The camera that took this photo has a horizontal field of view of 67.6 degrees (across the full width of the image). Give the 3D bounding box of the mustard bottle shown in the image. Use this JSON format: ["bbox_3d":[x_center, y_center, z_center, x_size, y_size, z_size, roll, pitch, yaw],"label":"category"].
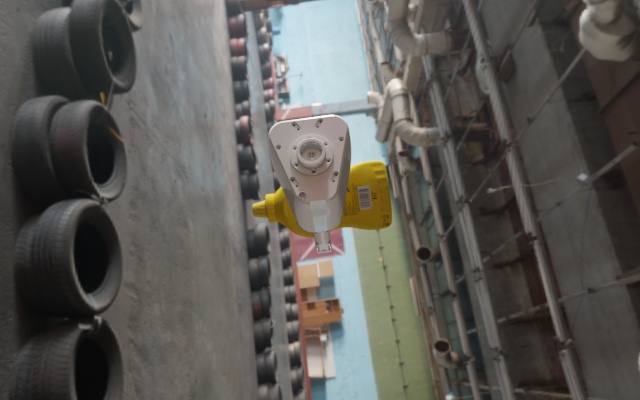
[{"bbox_3d":[0.000,0.002,0.673,0.191,0.096,0.058,-8,5,0],"label":"mustard bottle"}]
